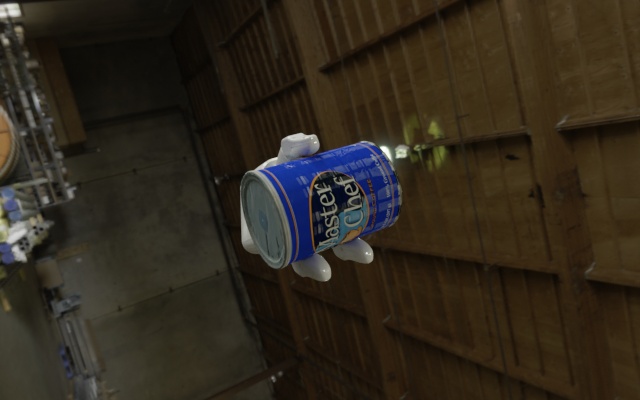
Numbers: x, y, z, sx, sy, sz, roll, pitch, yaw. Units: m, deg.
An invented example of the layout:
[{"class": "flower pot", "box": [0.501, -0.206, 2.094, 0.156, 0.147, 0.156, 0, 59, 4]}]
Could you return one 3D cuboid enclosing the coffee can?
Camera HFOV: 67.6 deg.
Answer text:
[{"class": "coffee can", "box": [0.000, 0.002, 0.509, 0.140, 0.103, 0.103, -18, 8, -27]}]
